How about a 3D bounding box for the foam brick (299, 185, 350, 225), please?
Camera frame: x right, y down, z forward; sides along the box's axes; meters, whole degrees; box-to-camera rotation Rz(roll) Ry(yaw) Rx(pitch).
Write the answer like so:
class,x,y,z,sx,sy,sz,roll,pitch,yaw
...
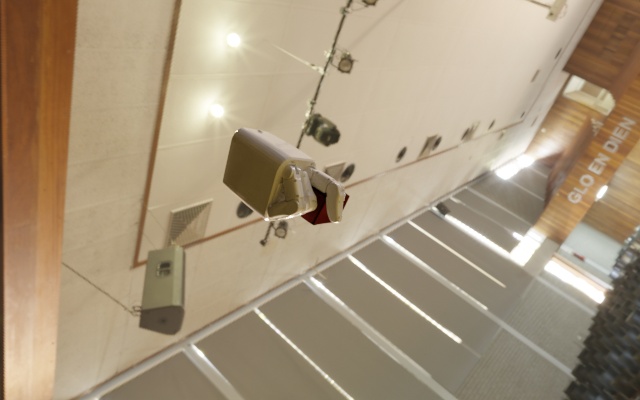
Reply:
class,x,y,z,sx,sy,sz,roll,pitch,yaw
foam brick,0.000,0.003,0.759,0.051,0.053,0.078,34,17,25
